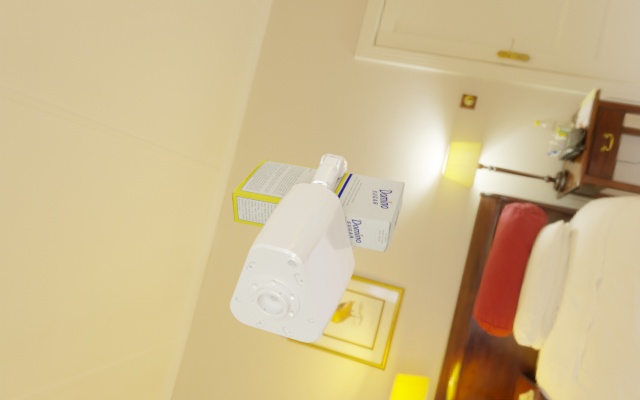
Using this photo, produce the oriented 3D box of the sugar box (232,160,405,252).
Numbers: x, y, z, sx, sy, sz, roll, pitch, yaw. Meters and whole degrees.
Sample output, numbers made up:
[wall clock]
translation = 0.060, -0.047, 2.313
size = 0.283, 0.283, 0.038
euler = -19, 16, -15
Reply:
[sugar box]
translation = 0.000, 0.002, 0.542
size = 0.176, 0.048, 0.093
euler = 13, 33, 13
